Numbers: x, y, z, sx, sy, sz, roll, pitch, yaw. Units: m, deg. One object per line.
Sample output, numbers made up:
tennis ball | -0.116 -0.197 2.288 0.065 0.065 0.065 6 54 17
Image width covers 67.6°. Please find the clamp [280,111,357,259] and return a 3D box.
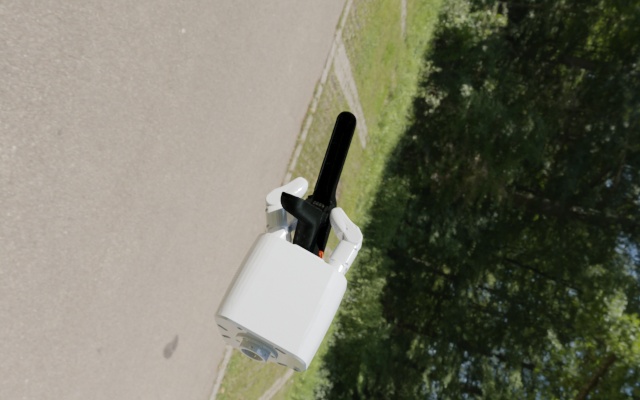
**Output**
clamp | 0.001 0.003 0.597 0.036 0.164 0.210 22 -33 14
